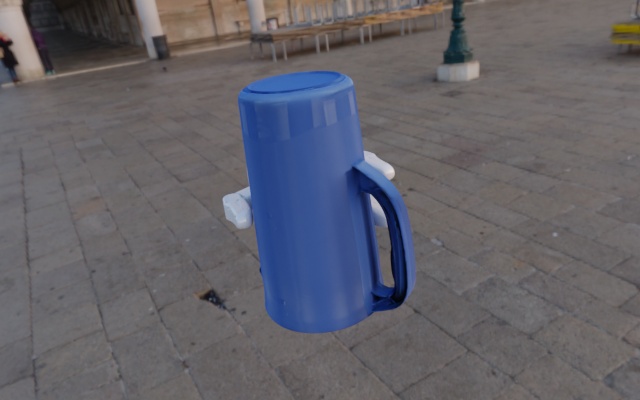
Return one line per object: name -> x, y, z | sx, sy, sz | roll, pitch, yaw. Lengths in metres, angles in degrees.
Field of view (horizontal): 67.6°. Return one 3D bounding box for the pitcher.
pitcher -> 0.000, 0.002, 0.479 | 0.149, 0.243, 0.145 | -11, 24, -8
